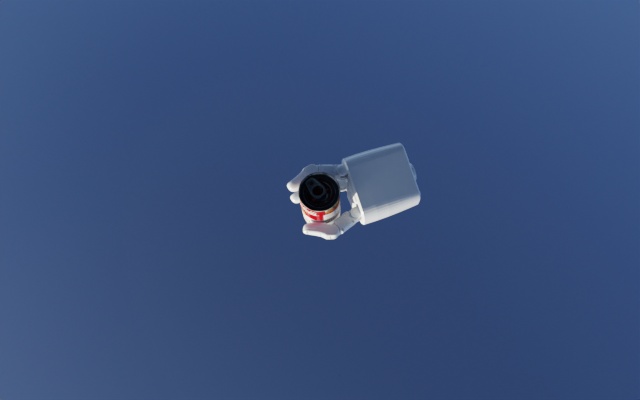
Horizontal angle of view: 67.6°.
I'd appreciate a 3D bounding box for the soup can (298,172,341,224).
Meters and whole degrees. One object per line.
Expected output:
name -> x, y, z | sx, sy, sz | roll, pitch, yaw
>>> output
soup can -> 0.000, 0.003, 0.805 | 0.068, 0.068, 0.102 | 0, -20, 2
